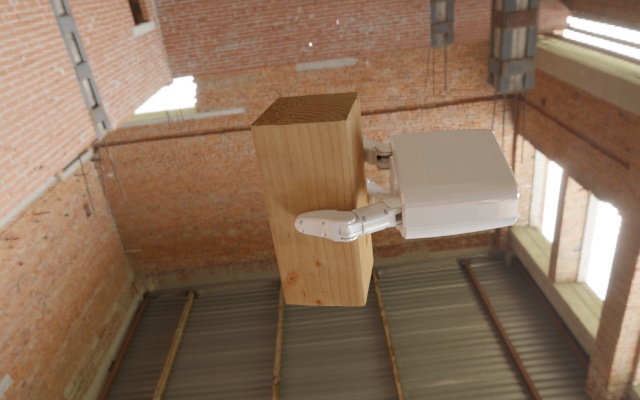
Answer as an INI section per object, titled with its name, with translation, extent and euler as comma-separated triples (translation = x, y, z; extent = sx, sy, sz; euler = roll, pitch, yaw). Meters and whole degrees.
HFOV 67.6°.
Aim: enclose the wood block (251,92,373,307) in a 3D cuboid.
[wood block]
translation = 0.000, 0.002, 0.502
extent = 0.090, 0.206, 0.090
euler = -1, 28, 14
